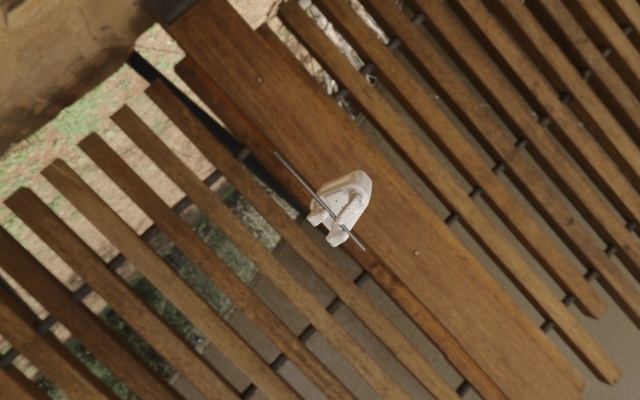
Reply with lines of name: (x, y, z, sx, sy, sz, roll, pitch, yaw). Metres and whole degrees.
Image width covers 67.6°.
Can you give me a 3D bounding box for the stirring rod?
stirring rod: (0.000, 0.003, 0.857, 0.011, 0.239, 0.011, -41, 8, 7)
